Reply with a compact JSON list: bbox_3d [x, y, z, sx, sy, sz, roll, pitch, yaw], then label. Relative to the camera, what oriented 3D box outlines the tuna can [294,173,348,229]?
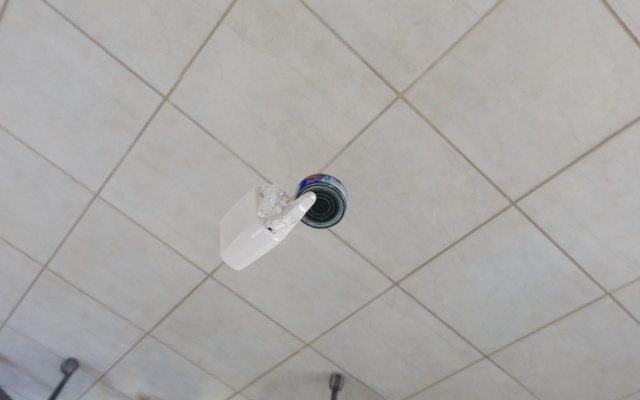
[{"bbox_3d":[0.000,0.003,0.759,0.086,0.086,0.033,0,29,5],"label":"tuna can"}]
